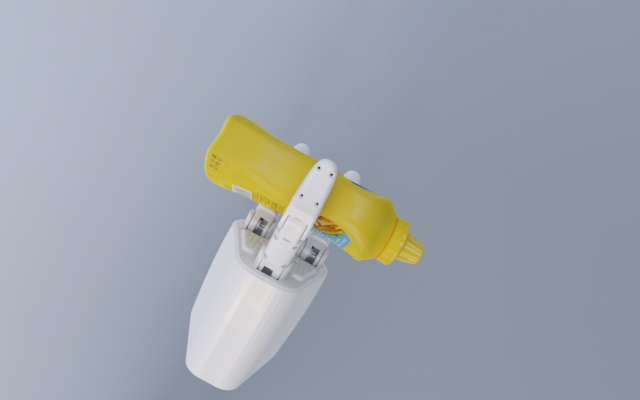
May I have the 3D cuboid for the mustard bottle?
[{"bbox_3d":[0.000,0.001,0.402,0.191,0.058,0.096,29,-13,-2],"label":"mustard bottle"}]
